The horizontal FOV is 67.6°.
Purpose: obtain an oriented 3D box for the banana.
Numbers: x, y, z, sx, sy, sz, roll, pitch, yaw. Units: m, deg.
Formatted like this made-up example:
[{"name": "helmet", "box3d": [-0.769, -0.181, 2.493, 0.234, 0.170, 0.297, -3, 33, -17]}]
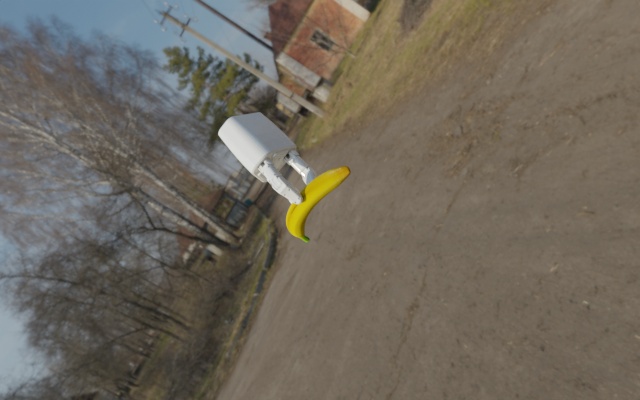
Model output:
[{"name": "banana", "box3d": [-0.017, 0.005, 0.878, 0.069, 0.037, 0.198, 0, -42, -34]}]
